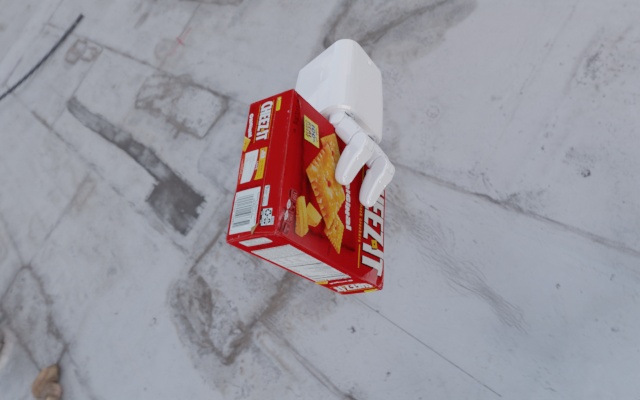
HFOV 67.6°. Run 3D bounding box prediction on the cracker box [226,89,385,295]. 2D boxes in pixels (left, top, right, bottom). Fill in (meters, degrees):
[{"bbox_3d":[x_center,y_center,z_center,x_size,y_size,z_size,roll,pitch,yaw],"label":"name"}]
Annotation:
[{"bbox_3d":[0.000,0.002,0.550,0.072,0.164,0.214,-11,-29,33],"label":"cracker box"}]
